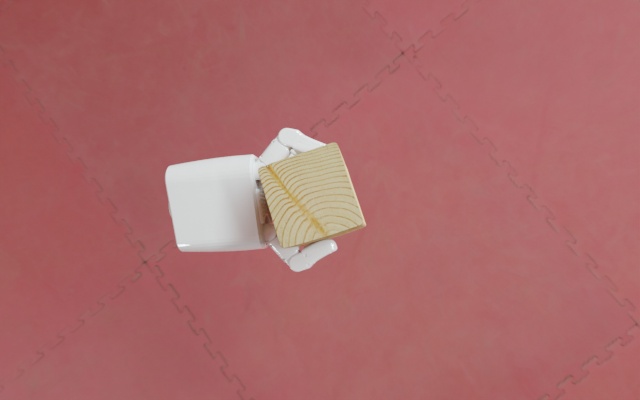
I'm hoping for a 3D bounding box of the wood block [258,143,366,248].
[{"bbox_3d":[0.000,0.002,0.587,0.090,0.091,0.206,-18,-5,5],"label":"wood block"}]
